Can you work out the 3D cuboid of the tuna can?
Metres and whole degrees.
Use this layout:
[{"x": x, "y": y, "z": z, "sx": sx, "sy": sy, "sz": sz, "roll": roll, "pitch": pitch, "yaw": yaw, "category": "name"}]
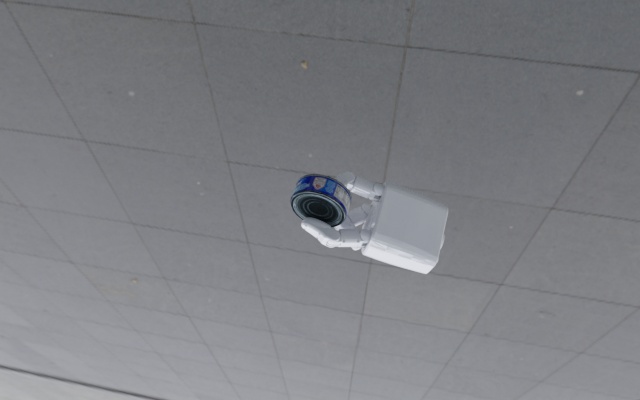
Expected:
[{"x": 0.000, "y": 0.003, "z": 0.694, "sx": 0.086, "sy": 0.033, "sz": 0.086, "roll": 13, "pitch": -36, "yaw": 10, "category": "tuna can"}]
